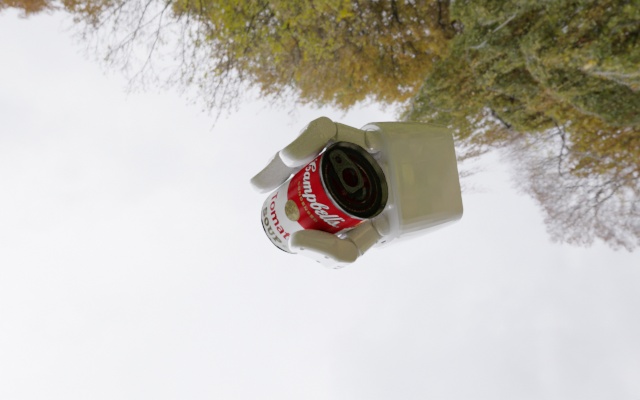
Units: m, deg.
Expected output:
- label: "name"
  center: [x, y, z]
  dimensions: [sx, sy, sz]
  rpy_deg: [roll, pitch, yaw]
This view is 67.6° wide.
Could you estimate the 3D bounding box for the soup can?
- label: "soup can"
  center: [0.000, 0.002, 0.416]
  dimensions: [0.068, 0.068, 0.102]
  rpy_deg: [0, -22, -37]
